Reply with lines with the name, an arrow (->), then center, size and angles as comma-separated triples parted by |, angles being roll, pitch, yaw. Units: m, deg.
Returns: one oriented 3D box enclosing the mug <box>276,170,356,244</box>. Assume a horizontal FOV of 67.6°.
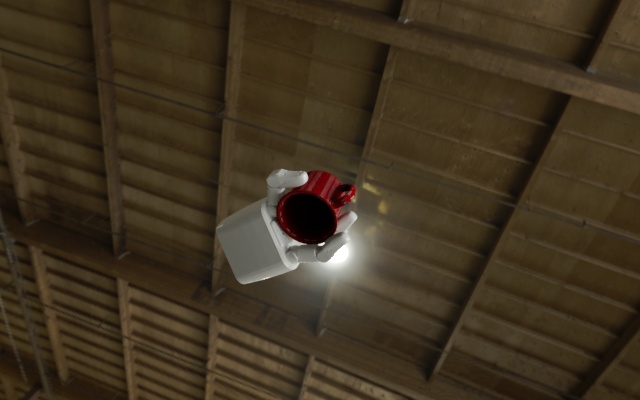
mug -> 0.001, 0.002, 0.715 | 0.117, 0.093, 0.081 | -22, 21, 28
